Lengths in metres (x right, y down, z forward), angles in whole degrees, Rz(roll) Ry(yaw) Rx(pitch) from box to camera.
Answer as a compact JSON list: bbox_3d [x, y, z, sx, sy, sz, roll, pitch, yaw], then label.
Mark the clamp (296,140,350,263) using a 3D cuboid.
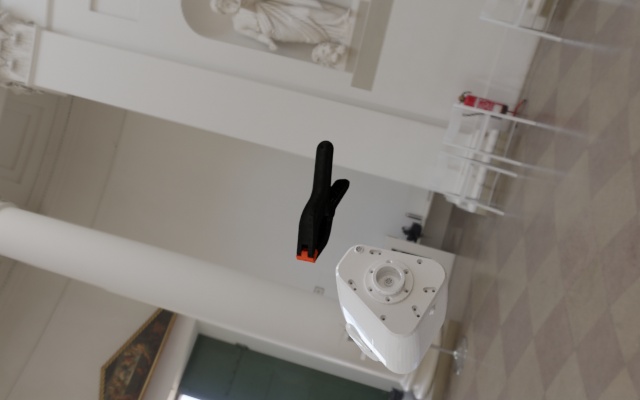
[{"bbox_3d":[0.000,0.002,0.688,0.039,0.171,0.120,1,-37,26],"label":"clamp"}]
